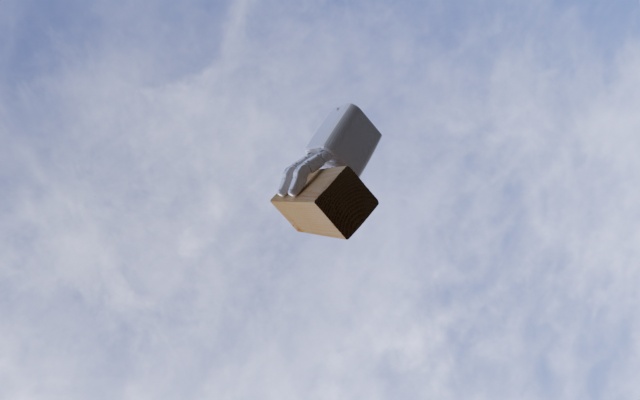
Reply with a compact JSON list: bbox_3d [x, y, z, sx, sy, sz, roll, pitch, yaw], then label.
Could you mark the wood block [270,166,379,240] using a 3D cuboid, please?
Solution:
[{"bbox_3d":[0.001,0.003,0.868,0.090,0.091,0.206,-48,19,-17],"label":"wood block"}]
